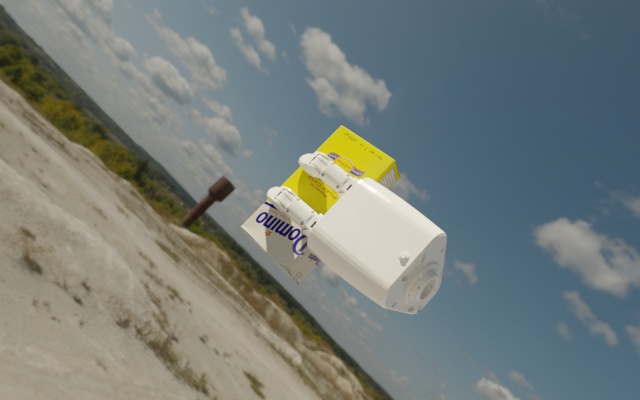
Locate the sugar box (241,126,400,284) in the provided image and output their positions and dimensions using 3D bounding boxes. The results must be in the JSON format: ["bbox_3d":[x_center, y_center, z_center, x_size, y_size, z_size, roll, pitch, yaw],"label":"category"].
[{"bbox_3d":[0.000,0.002,0.563,0.093,0.176,0.048,38,-13,32],"label":"sugar box"}]
